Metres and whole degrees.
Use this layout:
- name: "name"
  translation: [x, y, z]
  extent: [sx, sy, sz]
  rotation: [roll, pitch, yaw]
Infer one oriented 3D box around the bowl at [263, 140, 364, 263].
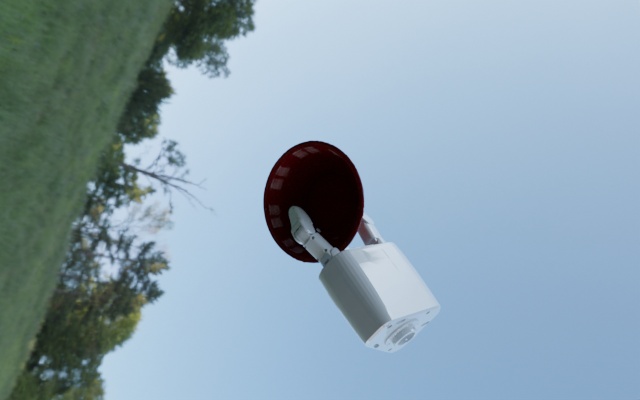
- name: "bowl"
  translation: [0.000, 0.001, 0.651]
  extent: [0.162, 0.162, 0.055]
  rotation: [0, -1, 33]
